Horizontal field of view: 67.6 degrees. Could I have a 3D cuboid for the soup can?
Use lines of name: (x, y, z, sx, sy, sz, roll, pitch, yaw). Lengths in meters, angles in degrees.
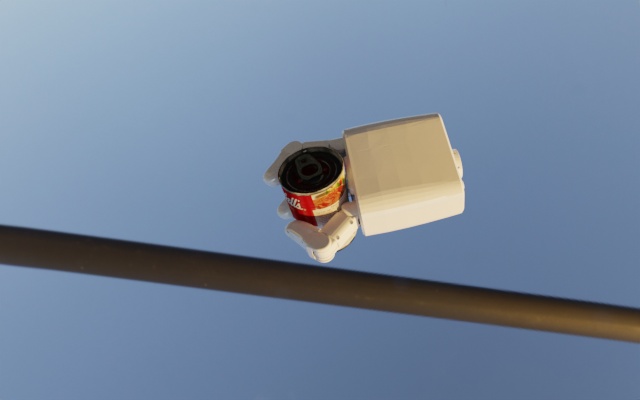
soup can: (0.000, 0.002, 0.515, 0.068, 0.068, 0.102, 0, -41, 16)
